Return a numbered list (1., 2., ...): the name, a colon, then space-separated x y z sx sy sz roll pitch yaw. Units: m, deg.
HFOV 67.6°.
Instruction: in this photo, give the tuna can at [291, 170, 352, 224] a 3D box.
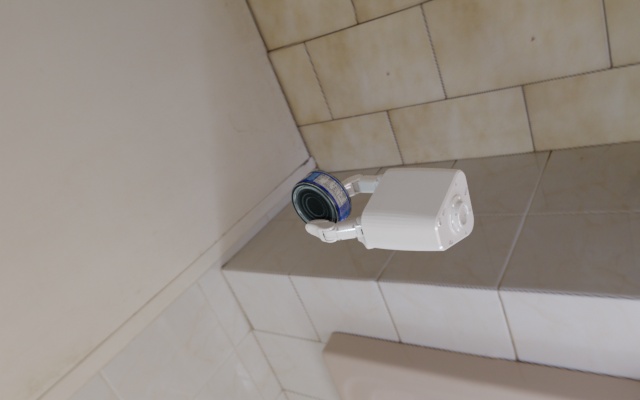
1. tuna can: 0.000 0.003 0.681 0.086 0.086 0.033 0 31 43
